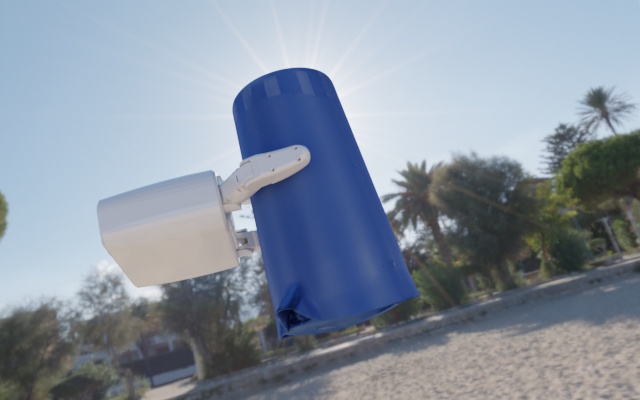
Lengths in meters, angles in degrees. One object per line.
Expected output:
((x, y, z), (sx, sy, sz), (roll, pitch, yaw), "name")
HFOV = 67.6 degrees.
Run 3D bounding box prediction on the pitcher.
((0.000, 0.002, 0.470), (0.145, 0.242, 0.149), (-15, -15, -8), "pitcher")
